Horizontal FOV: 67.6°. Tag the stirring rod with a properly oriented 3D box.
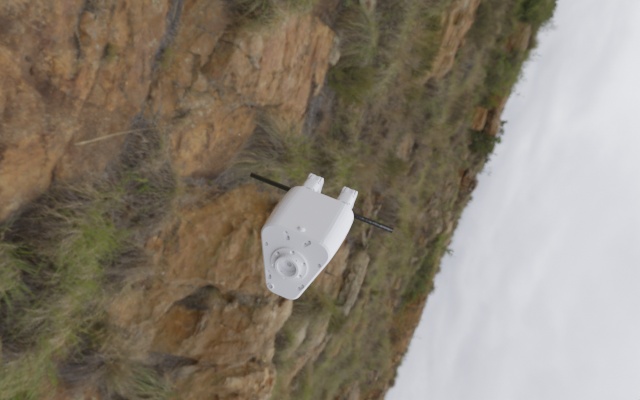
[{"bbox_3d":[0.000,0.002,0.748,0.239,0.011,0.011,22,3,7],"label":"stirring rod"}]
